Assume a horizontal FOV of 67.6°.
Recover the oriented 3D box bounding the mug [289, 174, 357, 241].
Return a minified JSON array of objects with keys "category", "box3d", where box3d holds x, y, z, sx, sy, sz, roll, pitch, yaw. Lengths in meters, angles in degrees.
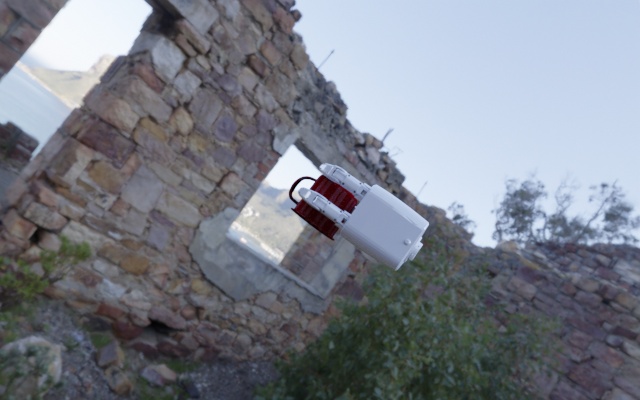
[{"category":"mug","box3d":[-0.001,0.002,0.824,0.117,0.081,0.093,36,-6,12]}]
